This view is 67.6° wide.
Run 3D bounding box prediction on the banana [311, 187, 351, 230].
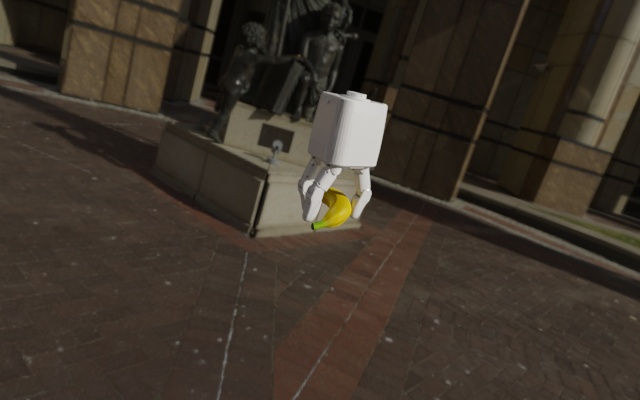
[{"bbox_3d":[0.019,0.006,0.848,0.069,0.037,0.197,6,17,-3],"label":"banana"}]
